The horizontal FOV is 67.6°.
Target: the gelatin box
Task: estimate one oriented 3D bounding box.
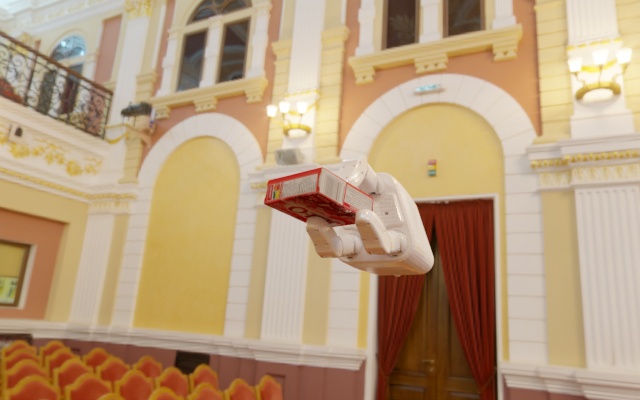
[{"bbox_3d":[0.000,0.001,0.485,0.073,0.030,0.089,-10,-27,39],"label":"gelatin box"}]
